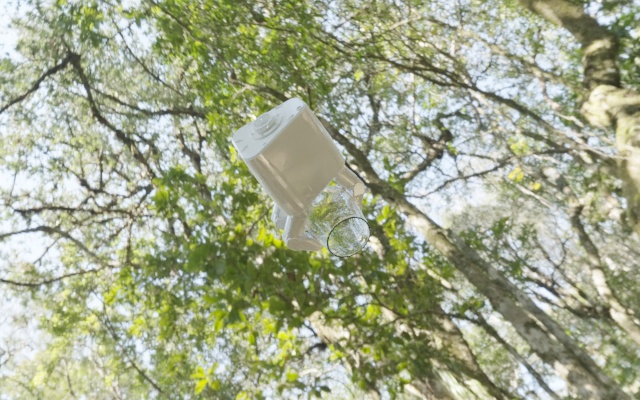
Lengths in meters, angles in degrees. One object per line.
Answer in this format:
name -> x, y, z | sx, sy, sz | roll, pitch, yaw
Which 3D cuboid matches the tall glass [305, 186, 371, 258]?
tall glass -> 0.000, 0.002, 0.693 | 0.079, 0.079, 0.201 | 0, 28, -25
